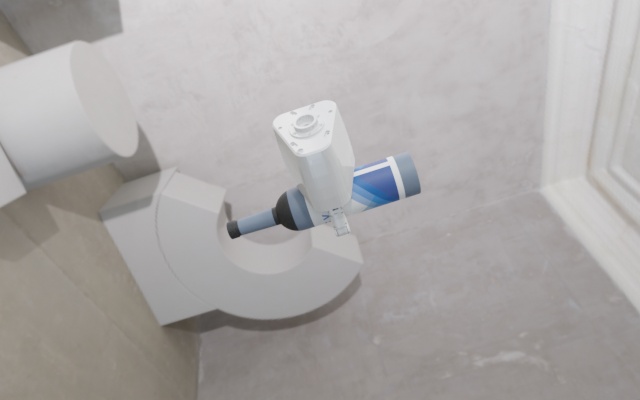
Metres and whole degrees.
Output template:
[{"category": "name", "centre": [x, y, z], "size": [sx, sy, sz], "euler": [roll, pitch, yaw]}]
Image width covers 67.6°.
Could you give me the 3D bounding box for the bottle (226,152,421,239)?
[{"category": "bottle", "centre": [0.000, 0.002, 0.726], "size": [0.296, 0.069, 0.069], "euler": [-18, -1, 4]}]
